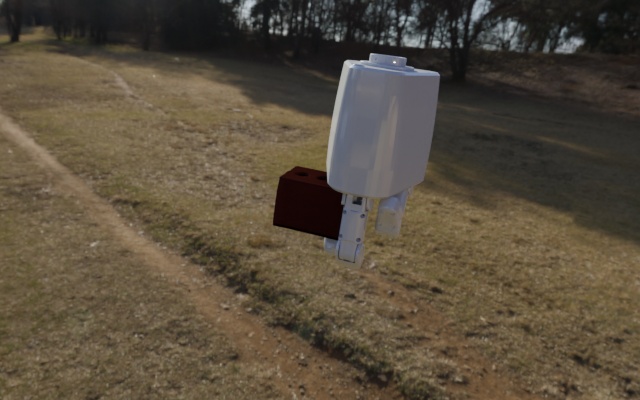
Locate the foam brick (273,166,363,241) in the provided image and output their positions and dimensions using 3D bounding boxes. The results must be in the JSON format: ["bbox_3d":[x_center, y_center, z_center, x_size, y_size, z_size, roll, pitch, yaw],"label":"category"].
[{"bbox_3d":[0.000,0.002,0.471,0.078,0.051,0.053,12,21,14],"label":"foam brick"}]
